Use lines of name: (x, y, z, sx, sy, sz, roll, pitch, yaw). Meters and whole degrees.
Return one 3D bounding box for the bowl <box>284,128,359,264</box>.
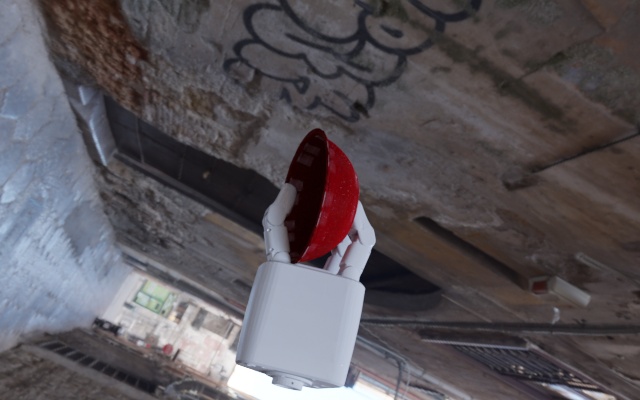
bowl: (0.001, 0.001, 0.551, 0.055, 0.162, 0.162, 12, -4, -19)
